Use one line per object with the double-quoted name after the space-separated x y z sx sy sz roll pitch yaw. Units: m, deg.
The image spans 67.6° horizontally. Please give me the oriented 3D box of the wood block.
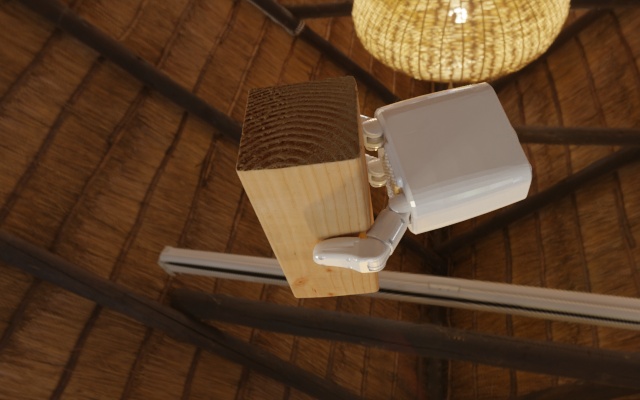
0.000 0.002 0.435 0.090 0.090 0.206 -5 -38 8 "wood block"
